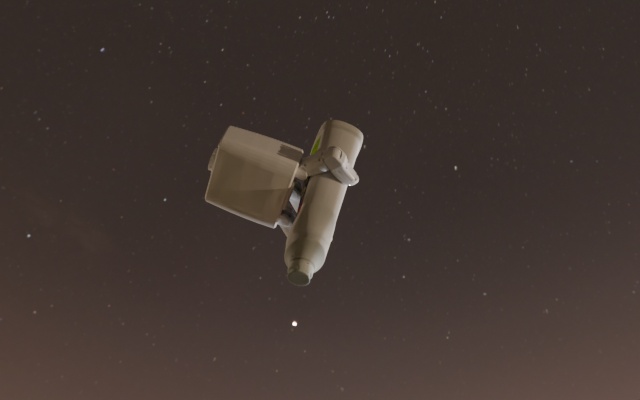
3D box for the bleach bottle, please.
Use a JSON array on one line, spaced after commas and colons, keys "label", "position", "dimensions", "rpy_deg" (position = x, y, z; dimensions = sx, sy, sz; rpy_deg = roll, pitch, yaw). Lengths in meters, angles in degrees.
[{"label": "bleach bottle", "position": [0.000, 0.002, 0.648], "dimensions": [0.068, 0.250, 0.103], "rpy_deg": [20, -45, -5]}]
